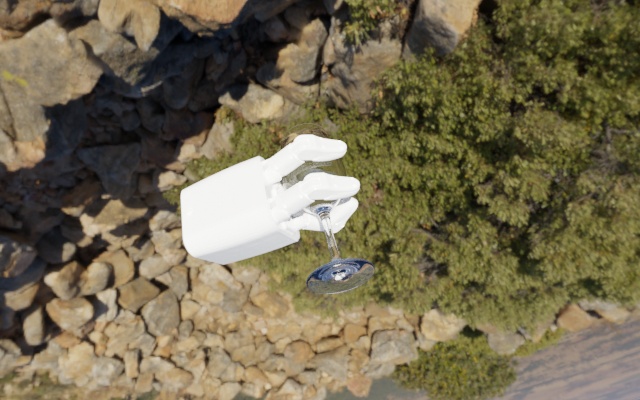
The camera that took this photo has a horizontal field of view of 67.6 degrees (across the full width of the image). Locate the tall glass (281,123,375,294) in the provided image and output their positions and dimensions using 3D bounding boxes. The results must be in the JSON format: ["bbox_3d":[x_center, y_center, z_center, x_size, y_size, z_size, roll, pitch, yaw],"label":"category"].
[{"bbox_3d":[0.000,0.002,0.557,0.079,0.201,0.079,-10,-35,-7],"label":"tall glass"}]
